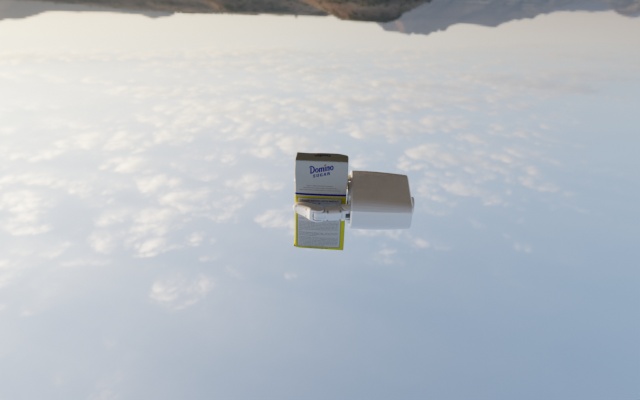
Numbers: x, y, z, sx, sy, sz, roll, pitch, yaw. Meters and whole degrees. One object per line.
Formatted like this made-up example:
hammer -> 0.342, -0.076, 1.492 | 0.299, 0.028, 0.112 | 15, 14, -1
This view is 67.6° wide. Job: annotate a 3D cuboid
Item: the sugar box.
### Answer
sugar box -> 0.000, 0.003, 0.854 | 0.093, 0.176, 0.048 | 3, 25, 1
